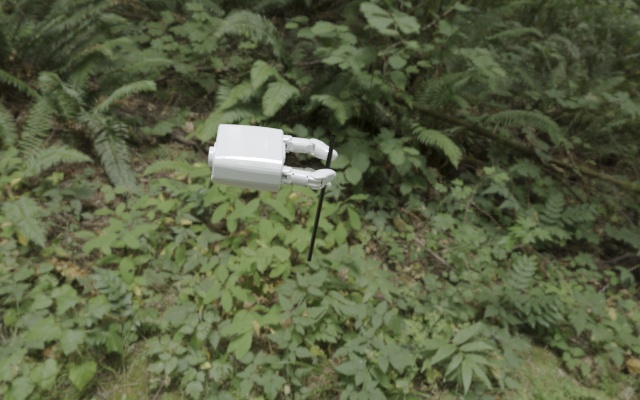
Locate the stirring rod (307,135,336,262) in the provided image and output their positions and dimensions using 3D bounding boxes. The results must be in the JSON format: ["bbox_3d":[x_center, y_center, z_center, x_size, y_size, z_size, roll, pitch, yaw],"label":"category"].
[{"bbox_3d":[0.000,0.003,0.816,0.011,0.240,0.011,9,26,-4],"label":"stirring rod"}]
